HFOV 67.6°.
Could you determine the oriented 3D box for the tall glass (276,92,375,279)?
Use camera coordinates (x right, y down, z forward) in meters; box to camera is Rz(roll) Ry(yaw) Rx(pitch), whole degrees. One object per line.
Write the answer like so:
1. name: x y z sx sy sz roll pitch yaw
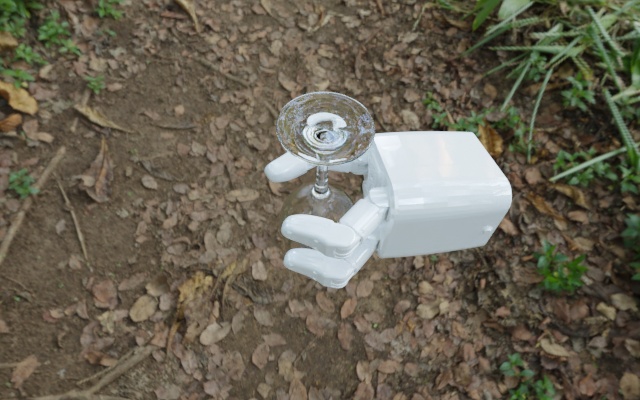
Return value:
1. tall glass: 0.000 0.001 0.435 0.079 0.079 0.201 0 -35 -3
